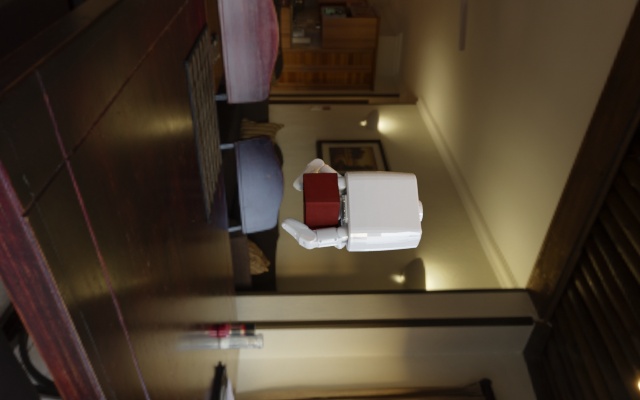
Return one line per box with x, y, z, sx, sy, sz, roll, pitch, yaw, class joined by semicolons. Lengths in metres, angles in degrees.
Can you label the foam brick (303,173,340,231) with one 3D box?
0.000;0.002;0.698;0.051;0.053;0.078;-1;-34;-2;foam brick
